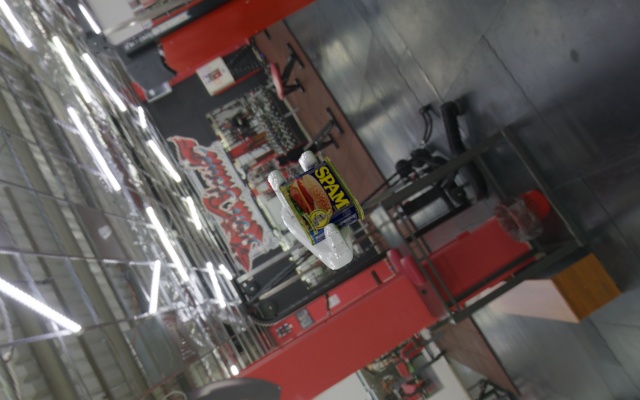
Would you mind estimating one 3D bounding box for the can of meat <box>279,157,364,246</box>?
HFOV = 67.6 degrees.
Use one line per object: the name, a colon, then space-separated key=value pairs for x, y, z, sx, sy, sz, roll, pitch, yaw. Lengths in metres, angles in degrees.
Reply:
can of meat: x=0.000 y=0.002 z=0.680 sx=0.084 sy=0.102 sz=0.057 roll=-30 pitch=-22 yaw=-4
